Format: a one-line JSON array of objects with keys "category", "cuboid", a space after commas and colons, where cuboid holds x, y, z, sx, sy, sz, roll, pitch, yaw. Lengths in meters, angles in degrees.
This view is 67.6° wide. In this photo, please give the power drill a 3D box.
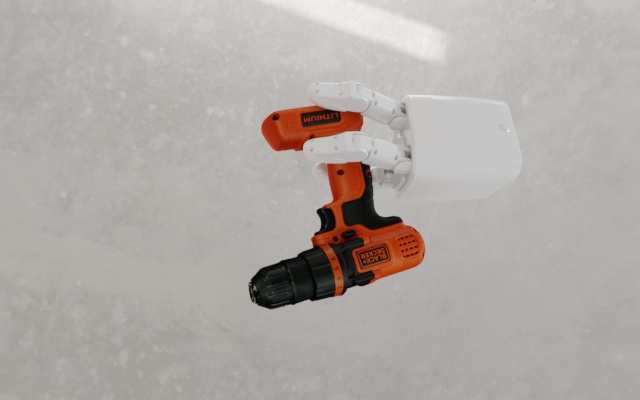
[{"category": "power drill", "cuboid": [0.000, 0.001, 0.478, 0.184, 0.187, 0.057, -13, -8, -23]}]
